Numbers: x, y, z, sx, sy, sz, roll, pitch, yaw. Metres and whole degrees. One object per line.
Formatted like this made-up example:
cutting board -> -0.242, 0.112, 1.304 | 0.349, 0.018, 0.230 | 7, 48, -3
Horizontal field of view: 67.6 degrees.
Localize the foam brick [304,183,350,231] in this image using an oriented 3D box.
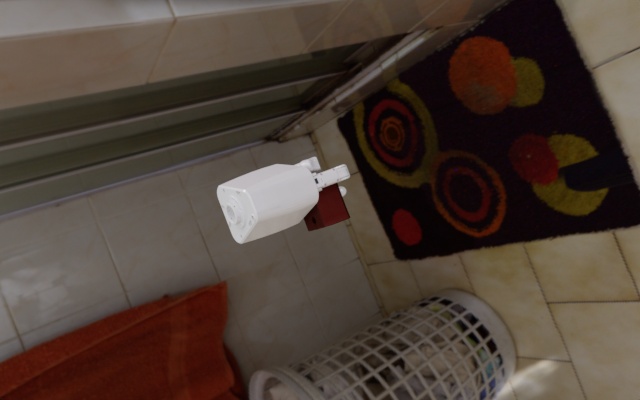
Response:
foam brick -> 0.000, 0.003, 0.740 | 0.051, 0.078, 0.053 | -22, 2, -34
